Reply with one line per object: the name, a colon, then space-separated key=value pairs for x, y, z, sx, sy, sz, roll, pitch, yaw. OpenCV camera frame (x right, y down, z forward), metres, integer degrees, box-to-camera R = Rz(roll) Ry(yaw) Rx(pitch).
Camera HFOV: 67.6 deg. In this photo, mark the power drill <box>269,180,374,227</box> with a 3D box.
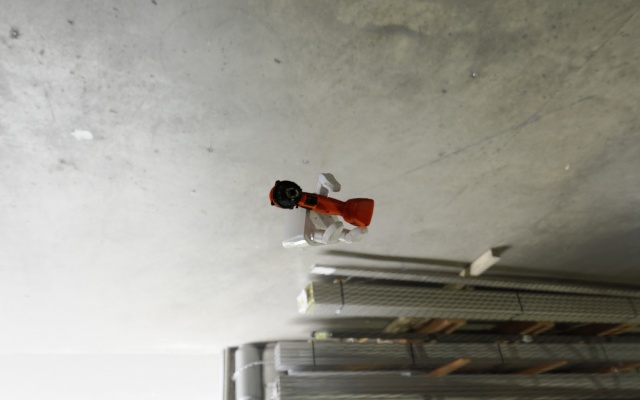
power drill: x=0.001 y=0.003 z=0.886 sx=0.187 sy=0.057 sz=0.184 roll=14 pitch=-2 yaw=-11
